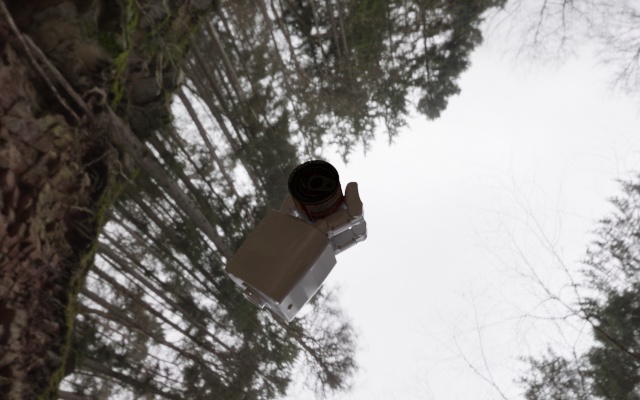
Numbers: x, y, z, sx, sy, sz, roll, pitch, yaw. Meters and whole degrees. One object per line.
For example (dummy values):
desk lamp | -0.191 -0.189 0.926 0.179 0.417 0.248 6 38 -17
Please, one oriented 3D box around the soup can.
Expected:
soup can | 0.000 0.002 0.649 0.068 0.068 0.102 0 -32 12
